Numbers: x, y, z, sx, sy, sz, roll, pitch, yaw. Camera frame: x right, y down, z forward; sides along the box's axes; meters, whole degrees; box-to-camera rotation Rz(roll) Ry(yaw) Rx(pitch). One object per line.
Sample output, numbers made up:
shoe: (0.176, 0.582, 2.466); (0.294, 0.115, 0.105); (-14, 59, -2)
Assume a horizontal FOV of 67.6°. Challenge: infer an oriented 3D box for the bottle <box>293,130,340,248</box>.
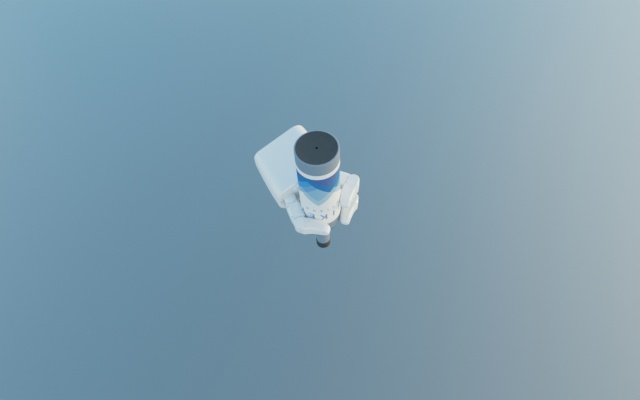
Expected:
bottle: (0.000, 0.003, 0.806); (0.069, 0.069, 0.296); (0, -32, 3)
